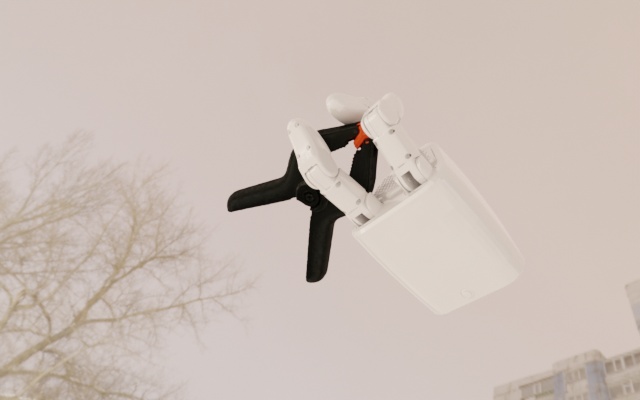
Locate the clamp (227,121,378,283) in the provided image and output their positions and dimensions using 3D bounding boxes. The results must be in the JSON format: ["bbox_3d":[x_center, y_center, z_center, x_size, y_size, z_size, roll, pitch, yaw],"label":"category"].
[{"bbox_3d":[0.000,0.001,0.433,0.171,0.120,0.039,-38,11,35],"label":"clamp"}]
